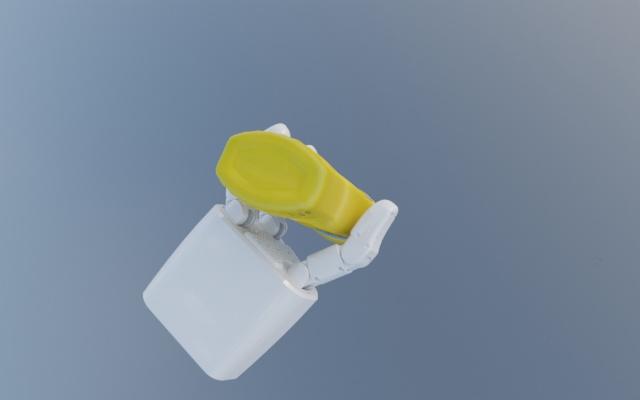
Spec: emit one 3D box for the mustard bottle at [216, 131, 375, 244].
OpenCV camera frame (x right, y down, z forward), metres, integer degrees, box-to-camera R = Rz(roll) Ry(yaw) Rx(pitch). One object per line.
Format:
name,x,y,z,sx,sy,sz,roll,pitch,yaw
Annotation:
mustard bottle,0.000,0.001,0.423,0.096,0.058,0.192,19,-6,28
